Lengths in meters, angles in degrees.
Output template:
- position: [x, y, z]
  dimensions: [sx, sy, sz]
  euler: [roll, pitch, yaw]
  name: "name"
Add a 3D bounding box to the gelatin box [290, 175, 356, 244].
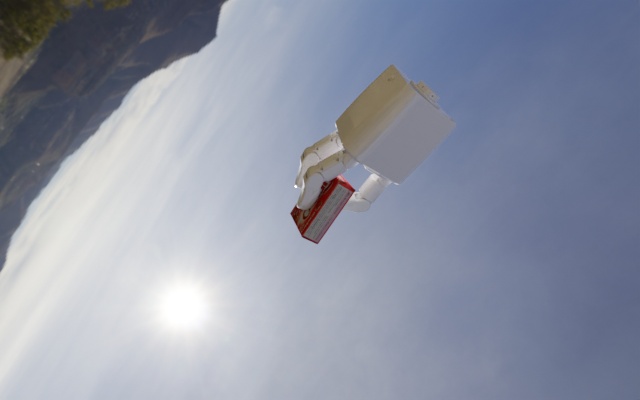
- position: [0.000, 0.003, 0.630]
  dimensions: [0.030, 0.089, 0.073]
  euler: [28, 12, -25]
  name: "gelatin box"
